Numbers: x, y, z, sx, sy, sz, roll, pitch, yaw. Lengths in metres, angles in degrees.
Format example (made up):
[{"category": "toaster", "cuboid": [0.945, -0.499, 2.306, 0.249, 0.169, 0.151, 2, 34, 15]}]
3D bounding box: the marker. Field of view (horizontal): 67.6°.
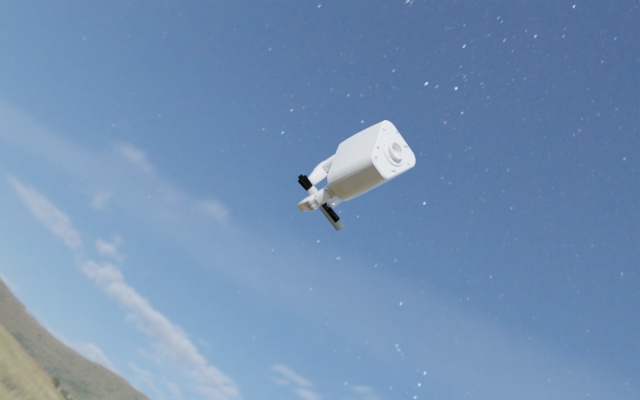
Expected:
[{"category": "marker", "cuboid": [0.000, 0.003, 0.850, 0.020, 0.121, 0.020, -36, 13, 9]}]
